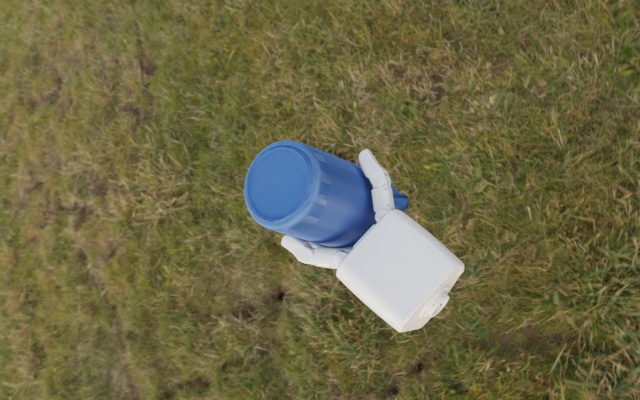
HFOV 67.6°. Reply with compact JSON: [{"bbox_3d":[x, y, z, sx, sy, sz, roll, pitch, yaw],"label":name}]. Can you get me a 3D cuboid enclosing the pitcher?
[{"bbox_3d":[0.000,0.002,0.656,0.145,0.149,0.243,43,12,29],"label":"pitcher"}]
